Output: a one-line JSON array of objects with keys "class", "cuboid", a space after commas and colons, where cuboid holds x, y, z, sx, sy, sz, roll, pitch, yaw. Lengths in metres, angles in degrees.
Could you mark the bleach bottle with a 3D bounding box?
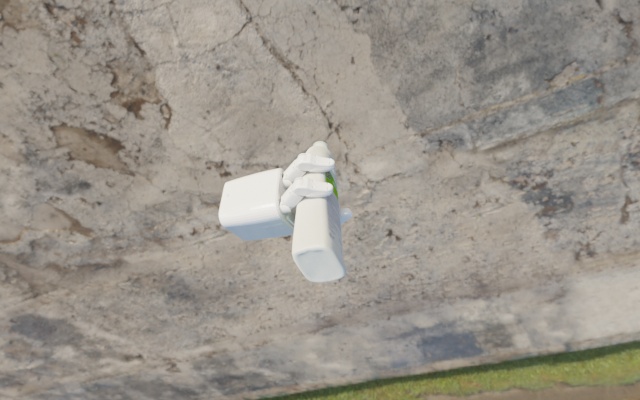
[{"class": "bleach bottle", "cuboid": [0.000, 0.003, 0.792, 0.068, 0.250, 0.103, -12, -43, 16]}]
